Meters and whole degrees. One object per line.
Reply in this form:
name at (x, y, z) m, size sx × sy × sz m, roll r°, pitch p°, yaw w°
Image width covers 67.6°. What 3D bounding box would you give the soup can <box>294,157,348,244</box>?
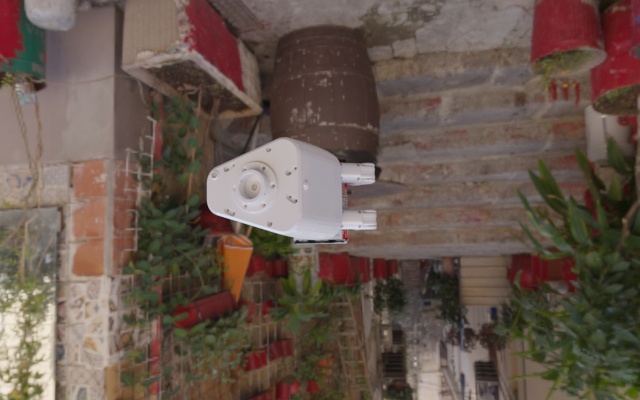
soup can at (0.000, 0.002, 0.585) m, size 0.068 × 0.102 × 0.068 m, roll -1°, pitch -6°, yaw 0°
